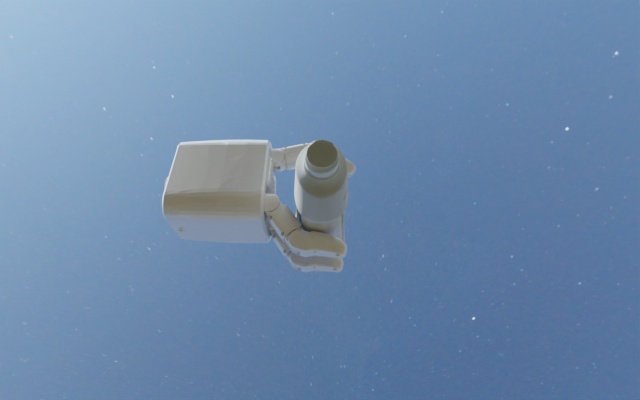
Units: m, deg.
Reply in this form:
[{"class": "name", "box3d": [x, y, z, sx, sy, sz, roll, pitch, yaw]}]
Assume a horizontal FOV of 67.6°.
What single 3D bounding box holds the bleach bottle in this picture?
[{"class": "bleach bottle", "box3d": [0.000, 0.002, 0.542, 0.068, 0.102, 0.251, -1, -24, -1]}]
